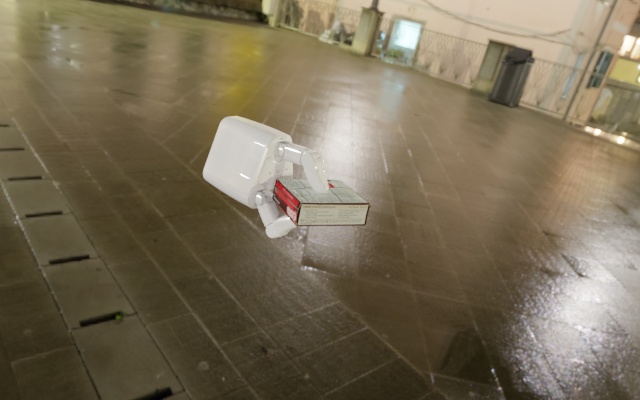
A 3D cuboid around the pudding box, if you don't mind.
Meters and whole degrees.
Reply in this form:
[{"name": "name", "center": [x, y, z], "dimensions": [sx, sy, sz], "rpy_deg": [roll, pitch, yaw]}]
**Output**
[{"name": "pudding box", "center": [0.000, 0.002, 0.674], "dimensions": [0.113, 0.039, 0.090], "rpy_deg": [-1, 25, -27]}]
